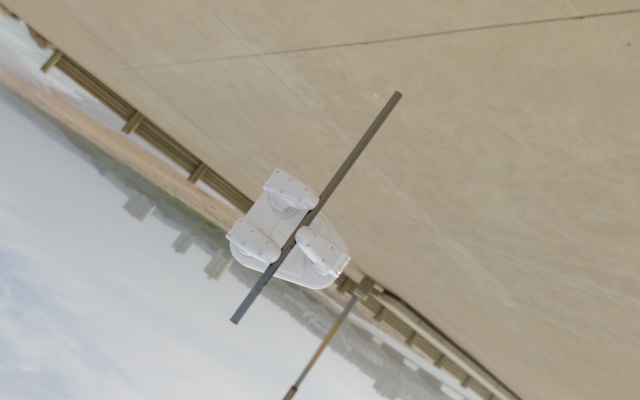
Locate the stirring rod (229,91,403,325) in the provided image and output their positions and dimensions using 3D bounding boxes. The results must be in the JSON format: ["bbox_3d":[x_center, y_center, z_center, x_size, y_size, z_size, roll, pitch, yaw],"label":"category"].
[{"bbox_3d":[0.000,0.001,0.402,0.011,0.239,0.011,35,-11,7],"label":"stirring rod"}]
